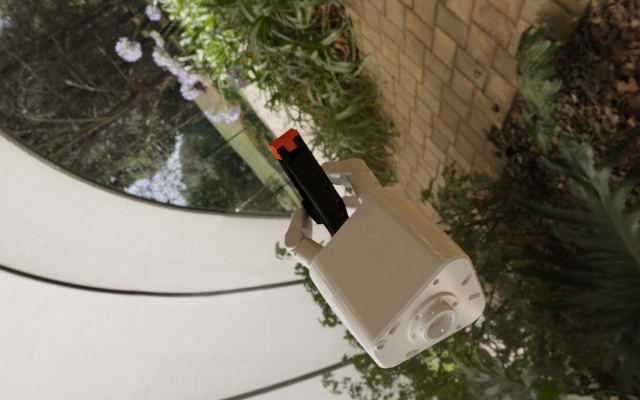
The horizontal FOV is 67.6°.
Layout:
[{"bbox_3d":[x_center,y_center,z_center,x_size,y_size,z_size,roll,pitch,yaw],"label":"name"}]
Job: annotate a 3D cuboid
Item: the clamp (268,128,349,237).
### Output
[{"bbox_3d":[-0.001,0.002,0.501,0.036,0.210,0.164,-37,40,-5],"label":"clamp"}]
